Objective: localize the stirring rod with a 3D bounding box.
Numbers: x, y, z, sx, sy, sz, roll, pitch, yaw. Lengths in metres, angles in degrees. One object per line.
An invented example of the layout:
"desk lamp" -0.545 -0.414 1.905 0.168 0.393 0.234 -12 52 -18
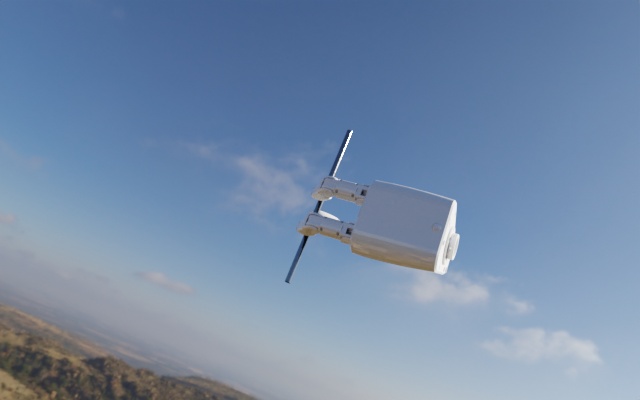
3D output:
"stirring rod" 0.000 0.002 0.662 0.011 0.239 0.011 20 -20 8
